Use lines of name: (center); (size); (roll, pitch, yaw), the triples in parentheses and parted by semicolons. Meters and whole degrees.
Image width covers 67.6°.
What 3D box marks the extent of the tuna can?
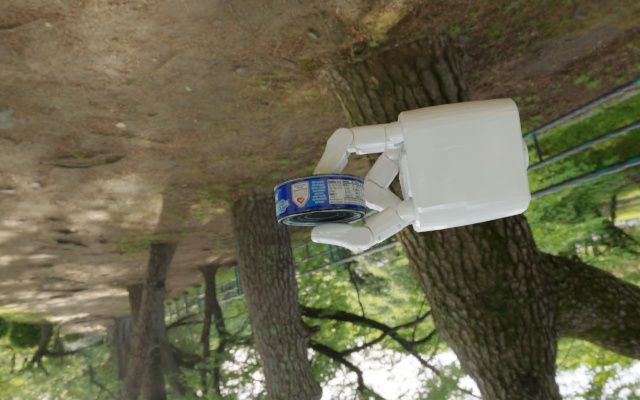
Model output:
tuna can: (0.000, 0.002, 0.450); (0.086, 0.033, 0.086); (-5, -12, -1)
